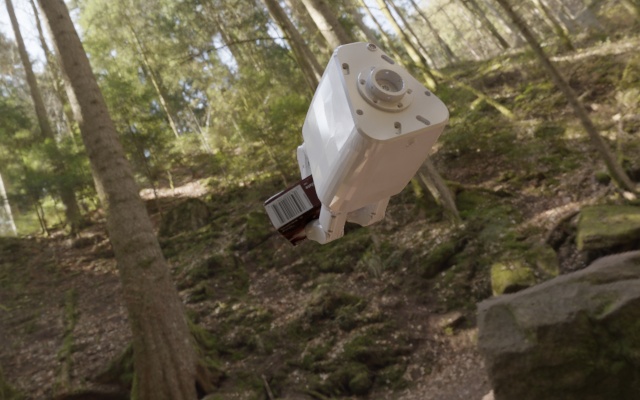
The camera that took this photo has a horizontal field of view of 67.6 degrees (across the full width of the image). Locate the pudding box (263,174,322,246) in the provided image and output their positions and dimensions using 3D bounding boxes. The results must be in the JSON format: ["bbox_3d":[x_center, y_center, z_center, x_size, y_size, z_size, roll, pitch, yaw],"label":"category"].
[{"bbox_3d":[0.000,0.002,0.542,0.113,0.039,0.090,-29,-20,0],"label":"pudding box"}]
